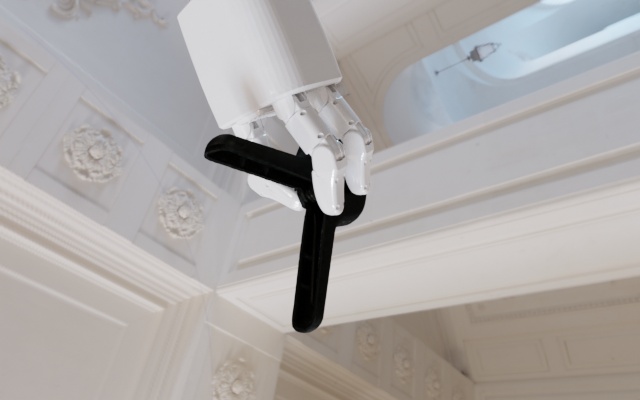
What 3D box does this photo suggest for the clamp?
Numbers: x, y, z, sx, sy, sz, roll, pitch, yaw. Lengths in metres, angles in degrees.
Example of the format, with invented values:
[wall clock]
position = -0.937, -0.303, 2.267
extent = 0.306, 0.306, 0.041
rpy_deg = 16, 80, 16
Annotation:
[clamp]
position = 0.000, 0.001, 0.424
extent = 0.036, 0.164, 0.210
rpy_deg = -14, 11, 33
